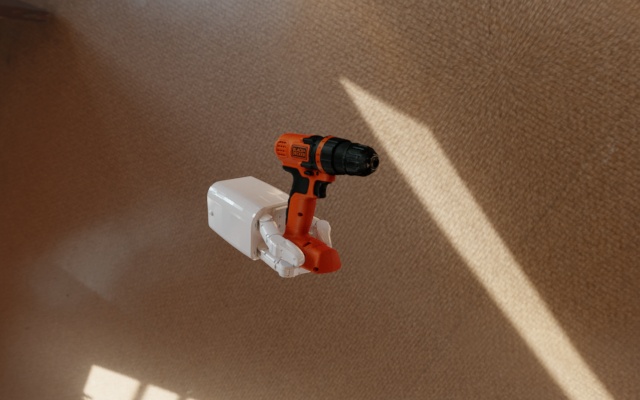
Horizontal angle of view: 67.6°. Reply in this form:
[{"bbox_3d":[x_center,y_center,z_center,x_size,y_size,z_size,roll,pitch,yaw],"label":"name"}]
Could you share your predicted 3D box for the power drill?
[{"bbox_3d":[0.000,0.003,0.670,0.057,0.188,0.184,-2,13,-42],"label":"power drill"}]
